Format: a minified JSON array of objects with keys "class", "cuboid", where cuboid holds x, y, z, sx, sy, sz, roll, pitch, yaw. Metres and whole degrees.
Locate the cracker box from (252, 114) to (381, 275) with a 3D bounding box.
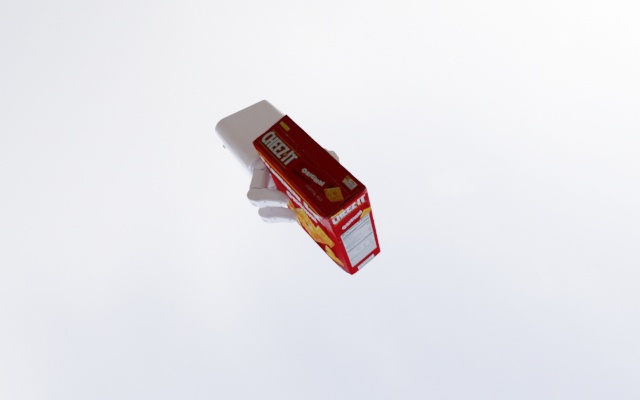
[{"class":"cracker box","cuboid":[0.000,0.002,0.689,0.164,0.072,0.214,45,-11,28]}]
